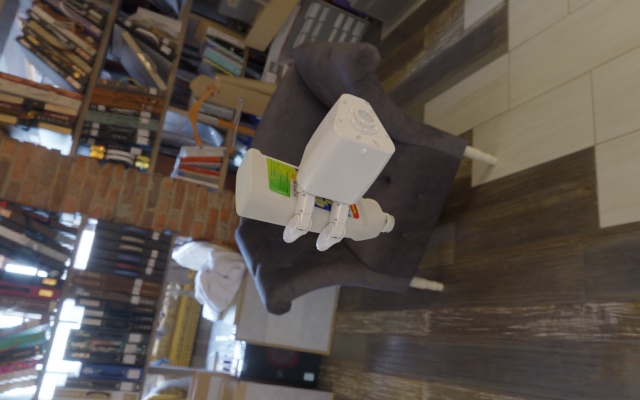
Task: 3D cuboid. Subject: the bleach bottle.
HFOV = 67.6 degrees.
[{"bbox_3d":[0.000,0.002,0.729,0.251,0.102,0.068,15,-45,-24],"label":"bleach bottle"}]
